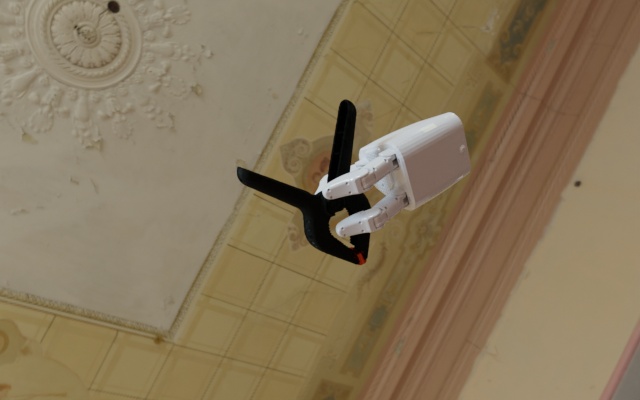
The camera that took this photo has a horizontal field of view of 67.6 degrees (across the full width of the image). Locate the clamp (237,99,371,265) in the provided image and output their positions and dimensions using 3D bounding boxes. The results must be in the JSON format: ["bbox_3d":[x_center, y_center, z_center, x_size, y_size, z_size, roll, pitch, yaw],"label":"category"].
[{"bbox_3d":[0.000,0.002,0.595,0.164,0.210,0.036,-28,26,-16],"label":"clamp"}]
